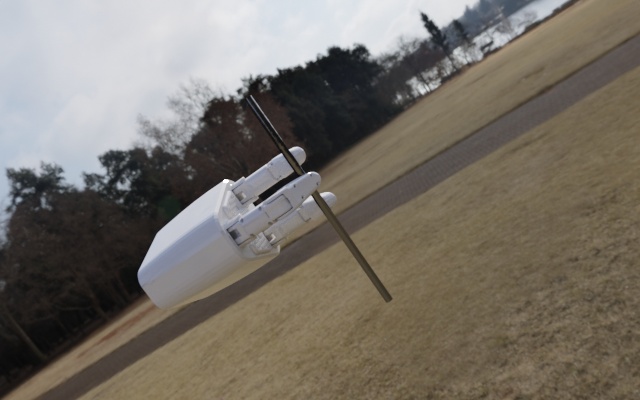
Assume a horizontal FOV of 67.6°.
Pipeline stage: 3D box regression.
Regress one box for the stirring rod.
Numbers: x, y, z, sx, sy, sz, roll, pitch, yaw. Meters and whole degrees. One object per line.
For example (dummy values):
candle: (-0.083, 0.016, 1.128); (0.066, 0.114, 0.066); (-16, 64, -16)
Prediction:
stirring rod: (0.000, 0.002, 0.462); (0.011, 0.239, 0.011); (-34, 7, 5)
